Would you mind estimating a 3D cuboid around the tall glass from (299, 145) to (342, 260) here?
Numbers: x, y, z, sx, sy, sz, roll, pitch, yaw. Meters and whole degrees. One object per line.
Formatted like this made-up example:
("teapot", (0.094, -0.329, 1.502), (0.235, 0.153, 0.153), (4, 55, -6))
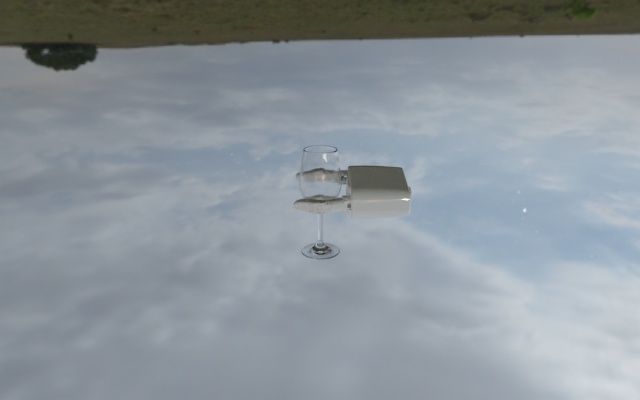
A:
("tall glass", (0.000, 0.004, 0.881), (0.079, 0.201, 0.079), (0, 19, 0))
